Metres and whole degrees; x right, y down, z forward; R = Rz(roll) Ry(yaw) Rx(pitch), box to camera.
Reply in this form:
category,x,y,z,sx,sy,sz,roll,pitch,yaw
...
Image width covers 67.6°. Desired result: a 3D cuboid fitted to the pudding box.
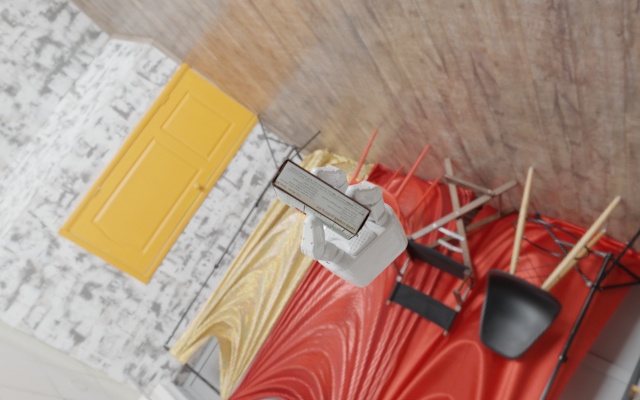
category,x,y,z,sx,sy,sz,roll,pitch,yaw
pudding box,0.000,0.002,0.559,0.113,0.039,0.090,30,-8,2
